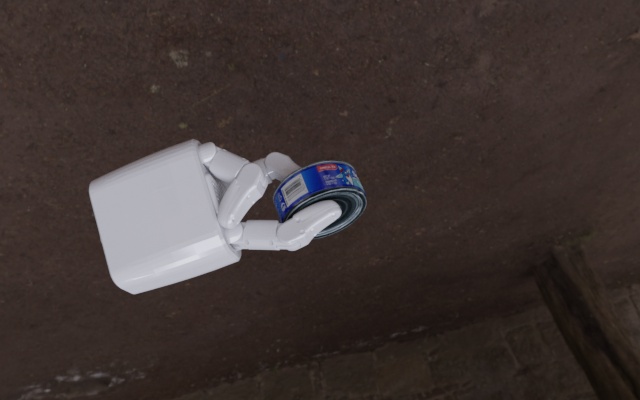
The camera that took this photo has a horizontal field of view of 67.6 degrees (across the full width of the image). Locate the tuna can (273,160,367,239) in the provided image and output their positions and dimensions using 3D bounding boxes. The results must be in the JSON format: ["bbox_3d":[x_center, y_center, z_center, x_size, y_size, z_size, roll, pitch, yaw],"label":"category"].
[{"bbox_3d":[0.000,0.002,0.456,0.086,0.033,0.086,-16,-31,-10],"label":"tuna can"}]
